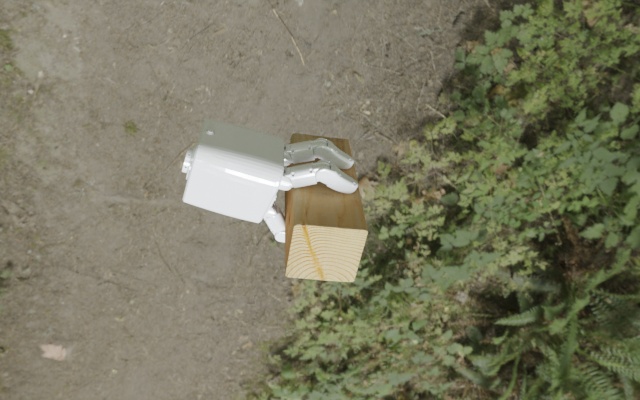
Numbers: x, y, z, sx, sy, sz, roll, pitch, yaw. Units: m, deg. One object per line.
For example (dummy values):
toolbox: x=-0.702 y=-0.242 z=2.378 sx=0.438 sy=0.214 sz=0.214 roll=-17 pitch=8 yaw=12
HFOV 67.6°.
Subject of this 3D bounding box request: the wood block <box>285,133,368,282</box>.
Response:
wood block: x=0.000 y=0.002 z=0.652 sx=0.090 sy=0.091 sz=0.206 roll=5 pitch=38 yaw=-8
